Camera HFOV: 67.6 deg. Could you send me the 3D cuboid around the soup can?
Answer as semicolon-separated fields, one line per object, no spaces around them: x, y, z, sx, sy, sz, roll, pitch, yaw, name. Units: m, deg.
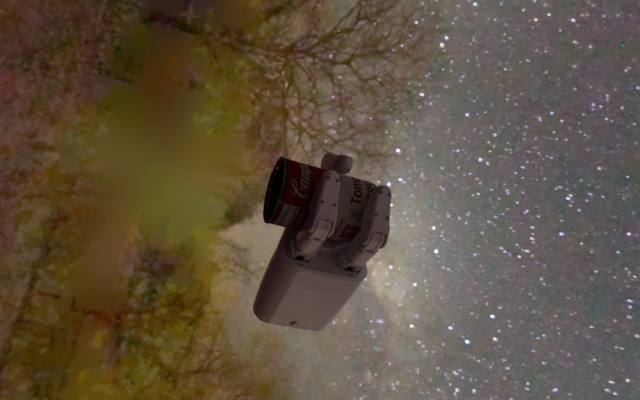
0.001;0.001;0.485;0.102;0.068;0.068;15;-4;-17;soup can
